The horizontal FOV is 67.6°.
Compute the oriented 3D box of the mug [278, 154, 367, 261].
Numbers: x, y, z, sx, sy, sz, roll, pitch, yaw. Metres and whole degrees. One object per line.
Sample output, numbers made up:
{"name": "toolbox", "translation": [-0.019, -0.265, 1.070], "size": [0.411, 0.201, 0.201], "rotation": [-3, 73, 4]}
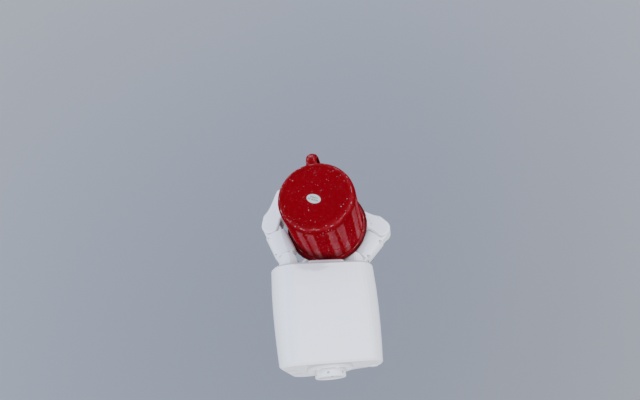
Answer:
{"name": "mug", "translation": [0.000, 0.000, 0.525], "size": [0.093, 0.117, 0.081], "rotation": [-9, -27, 6]}
